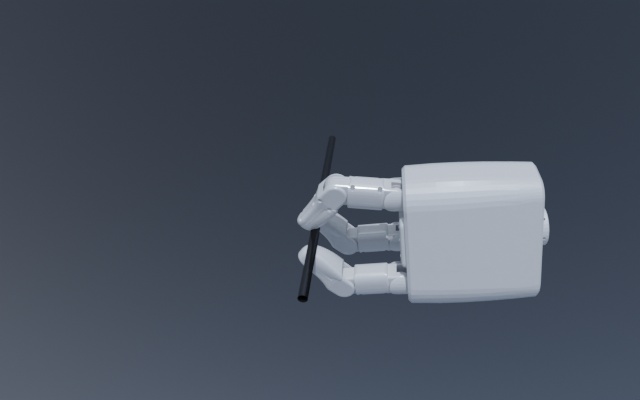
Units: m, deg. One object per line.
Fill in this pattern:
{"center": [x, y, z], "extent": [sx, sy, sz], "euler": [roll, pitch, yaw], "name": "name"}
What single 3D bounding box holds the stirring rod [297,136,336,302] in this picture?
{"center": [0.000, 0.001, 0.454], "extent": [0.011, 0.011, 0.239], "euler": [0, 37, 8], "name": "stirring rod"}
